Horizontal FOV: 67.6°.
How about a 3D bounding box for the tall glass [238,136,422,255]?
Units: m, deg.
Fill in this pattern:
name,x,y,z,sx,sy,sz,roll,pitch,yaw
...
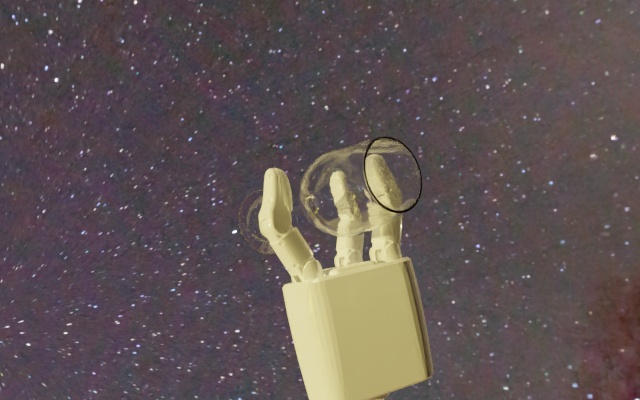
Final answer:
name,x,y,z,sx,sy,sz,roll,pitch,yaw
tall glass,0.000,0.001,0.445,0.079,0.079,0.201,0,-13,-36
